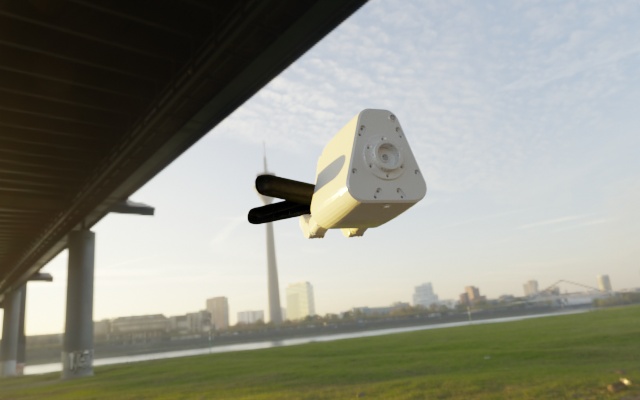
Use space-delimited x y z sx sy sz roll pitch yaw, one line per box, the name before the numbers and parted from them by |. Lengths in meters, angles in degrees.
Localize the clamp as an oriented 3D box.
clamp | 0.001 0.001 0.652 0.210 0.036 0.164 0 -16 -19
